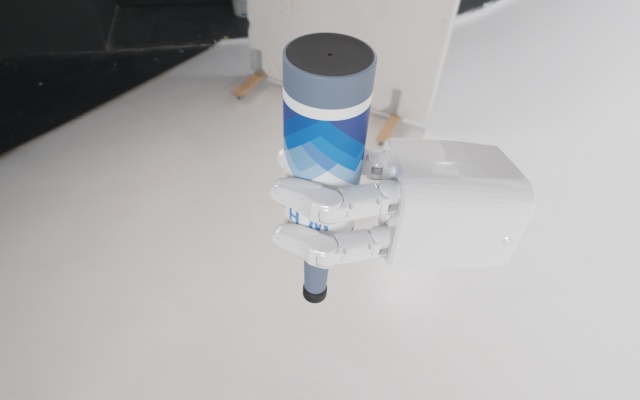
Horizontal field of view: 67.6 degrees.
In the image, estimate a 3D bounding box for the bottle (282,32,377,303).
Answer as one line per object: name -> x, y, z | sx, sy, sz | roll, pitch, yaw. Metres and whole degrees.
bottle -> 0.000, 0.001, 0.437 | 0.069, 0.069, 0.296 | 2, -45, -2
